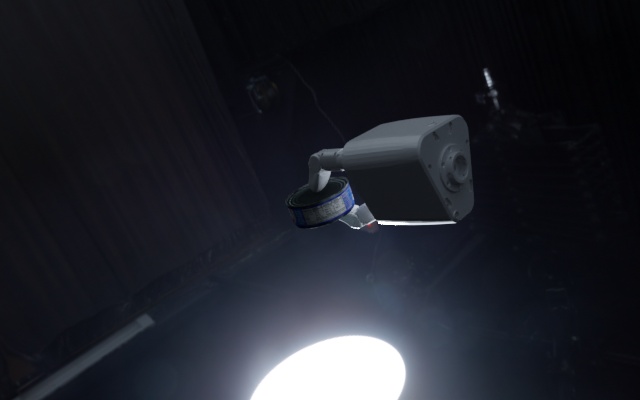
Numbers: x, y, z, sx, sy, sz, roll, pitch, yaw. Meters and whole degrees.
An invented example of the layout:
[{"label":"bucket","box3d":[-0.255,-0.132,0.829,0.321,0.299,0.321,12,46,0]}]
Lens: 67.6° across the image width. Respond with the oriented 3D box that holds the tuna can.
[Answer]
[{"label":"tuna can","box3d":[0.000,0.003,0.616,0.086,0.034,0.086,-18,19,7]}]
